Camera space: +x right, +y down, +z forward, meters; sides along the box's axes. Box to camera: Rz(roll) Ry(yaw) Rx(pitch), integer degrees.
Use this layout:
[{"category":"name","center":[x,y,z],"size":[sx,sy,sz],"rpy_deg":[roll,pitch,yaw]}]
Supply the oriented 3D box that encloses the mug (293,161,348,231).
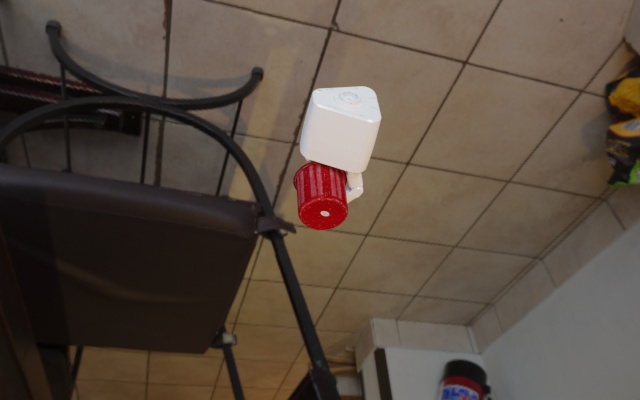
[{"category":"mug","center":[0.000,0.004,0.801],"size":[0.093,0.081,0.117],"rpy_deg":[4,-44,-10]}]
